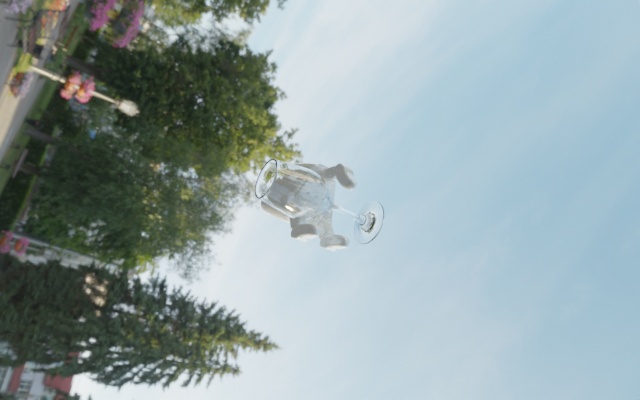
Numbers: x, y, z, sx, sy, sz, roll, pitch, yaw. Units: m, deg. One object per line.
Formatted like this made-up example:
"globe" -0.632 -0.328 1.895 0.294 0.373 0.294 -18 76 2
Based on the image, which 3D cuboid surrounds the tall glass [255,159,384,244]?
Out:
"tall glass" 0.001 0.003 0.739 0.201 0.079 0.079 23 -12 -30
